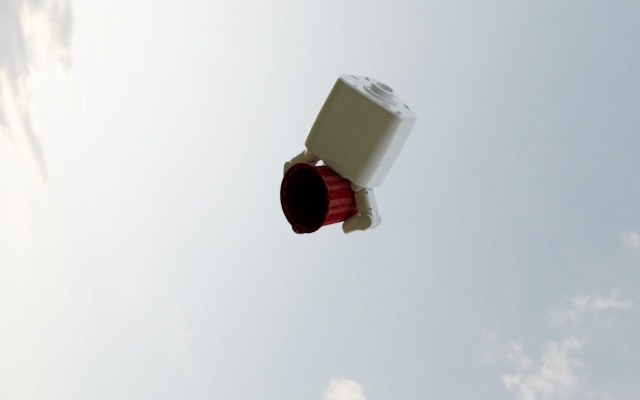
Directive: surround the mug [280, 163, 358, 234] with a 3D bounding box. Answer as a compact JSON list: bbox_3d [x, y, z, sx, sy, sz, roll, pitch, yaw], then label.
[{"bbox_3d":[0.000,0.003,0.656,0.081,0.117,0.093,-9,47,-46],"label":"mug"}]
